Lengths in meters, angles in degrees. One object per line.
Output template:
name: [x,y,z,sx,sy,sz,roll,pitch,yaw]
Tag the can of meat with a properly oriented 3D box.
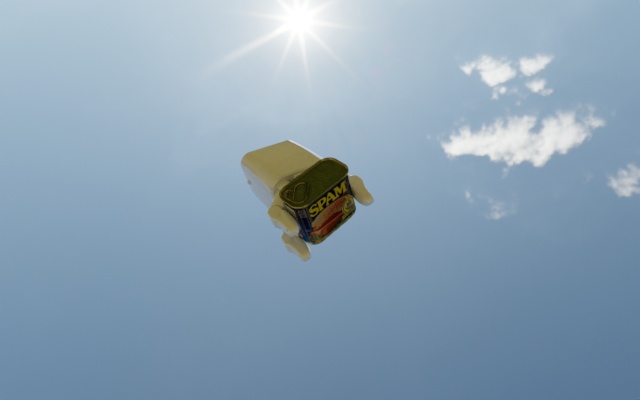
can of meat: [0.000,0.002,0.689,0.102,0.084,0.057,-38,46,-20]
